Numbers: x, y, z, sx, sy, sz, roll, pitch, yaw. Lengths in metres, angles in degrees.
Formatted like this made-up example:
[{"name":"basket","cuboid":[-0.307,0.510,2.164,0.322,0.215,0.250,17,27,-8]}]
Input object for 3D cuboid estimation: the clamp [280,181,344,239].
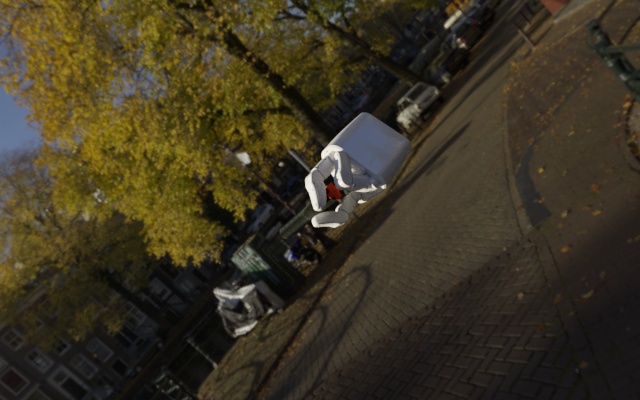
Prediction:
[{"name":"clamp","cuboid":[0.000,0.002,0.812,0.120,0.039,0.171,-50,8,-33]}]
